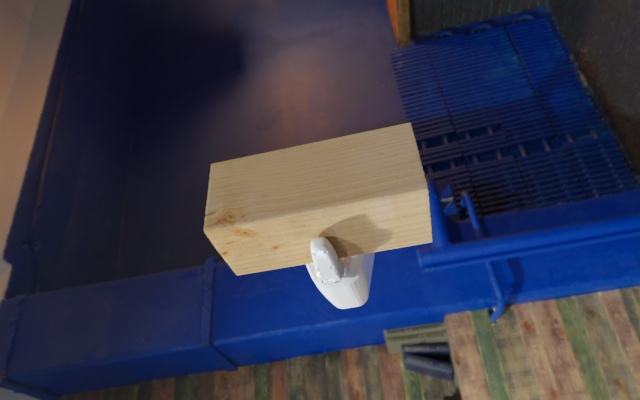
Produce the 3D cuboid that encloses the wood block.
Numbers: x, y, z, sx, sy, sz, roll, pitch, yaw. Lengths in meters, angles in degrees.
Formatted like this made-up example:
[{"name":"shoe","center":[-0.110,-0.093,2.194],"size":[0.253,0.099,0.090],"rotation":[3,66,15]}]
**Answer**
[{"name":"wood block","center":[0.000,0.002,0.482],"size":[0.206,0.090,0.090],"rotation":[-11,-39,8]}]
